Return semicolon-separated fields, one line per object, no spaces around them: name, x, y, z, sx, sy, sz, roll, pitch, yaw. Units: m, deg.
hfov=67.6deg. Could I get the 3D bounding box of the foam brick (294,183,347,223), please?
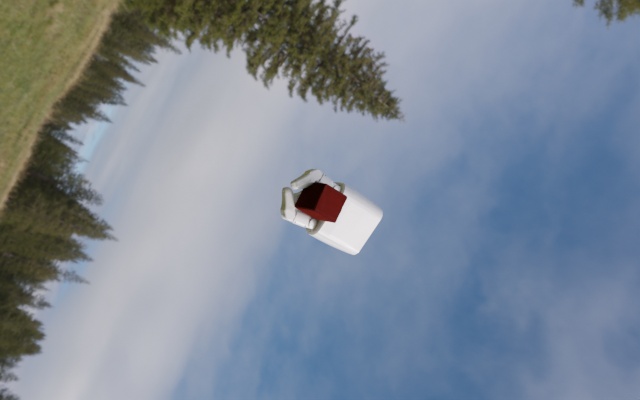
foam brick;0.000;0.003;0.843;0.051;0.053;0.078;31;-11;-26
